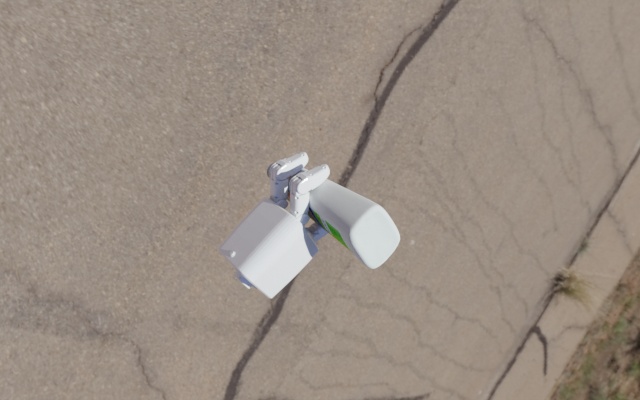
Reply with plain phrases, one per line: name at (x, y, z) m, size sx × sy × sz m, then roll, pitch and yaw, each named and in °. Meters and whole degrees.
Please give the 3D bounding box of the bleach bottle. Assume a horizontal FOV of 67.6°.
bleach bottle at (0.000, 0.002, 0.715) m, size 0.250 × 0.068 × 0.103 m, roll 32°, pitch -16°, yaw 46°
